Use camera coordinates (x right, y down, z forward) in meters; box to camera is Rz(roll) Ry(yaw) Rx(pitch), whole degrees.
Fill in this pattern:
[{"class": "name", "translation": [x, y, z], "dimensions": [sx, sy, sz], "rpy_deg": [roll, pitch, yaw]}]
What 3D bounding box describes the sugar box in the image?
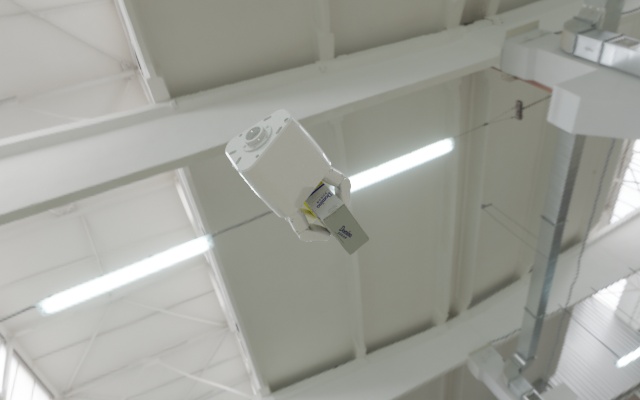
[{"class": "sugar box", "translation": [0.000, 0.003, 0.755], "dimensions": [0.093, 0.048, 0.176], "rpy_deg": [53, -1, -40]}]
